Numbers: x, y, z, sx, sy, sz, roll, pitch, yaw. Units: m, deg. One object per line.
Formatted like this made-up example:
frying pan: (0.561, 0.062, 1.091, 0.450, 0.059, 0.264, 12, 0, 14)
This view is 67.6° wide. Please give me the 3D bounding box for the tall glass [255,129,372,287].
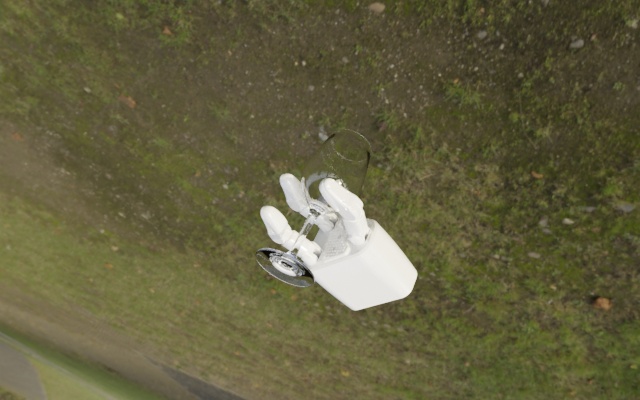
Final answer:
tall glass: (0.000, 0.002, 0.588, 0.079, 0.201, 0.079, 20, -32, 13)
